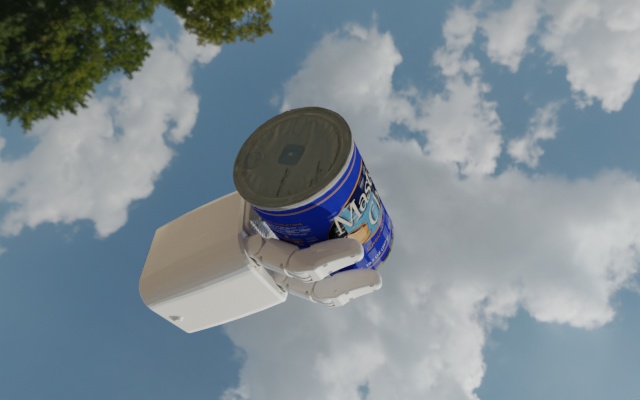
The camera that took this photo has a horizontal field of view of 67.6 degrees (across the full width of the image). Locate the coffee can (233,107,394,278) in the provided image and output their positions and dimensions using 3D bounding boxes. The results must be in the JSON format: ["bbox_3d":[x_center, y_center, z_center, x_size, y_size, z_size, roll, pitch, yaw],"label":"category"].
[{"bbox_3d":[0.000,0.001,0.430,0.103,0.102,0.140,0,-34,25],"label":"coffee can"}]
